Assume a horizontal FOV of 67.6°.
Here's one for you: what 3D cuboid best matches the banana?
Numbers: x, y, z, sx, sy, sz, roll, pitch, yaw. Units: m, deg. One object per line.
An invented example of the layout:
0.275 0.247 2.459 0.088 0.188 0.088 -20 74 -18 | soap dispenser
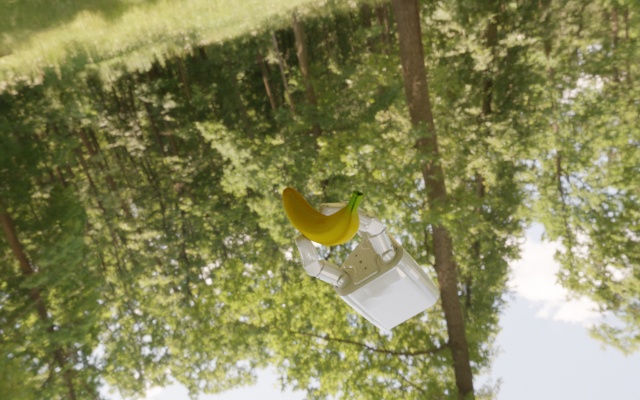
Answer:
-0.002 0.020 0.616 0.037 0.069 0.198 14 -4 -30 | banana
